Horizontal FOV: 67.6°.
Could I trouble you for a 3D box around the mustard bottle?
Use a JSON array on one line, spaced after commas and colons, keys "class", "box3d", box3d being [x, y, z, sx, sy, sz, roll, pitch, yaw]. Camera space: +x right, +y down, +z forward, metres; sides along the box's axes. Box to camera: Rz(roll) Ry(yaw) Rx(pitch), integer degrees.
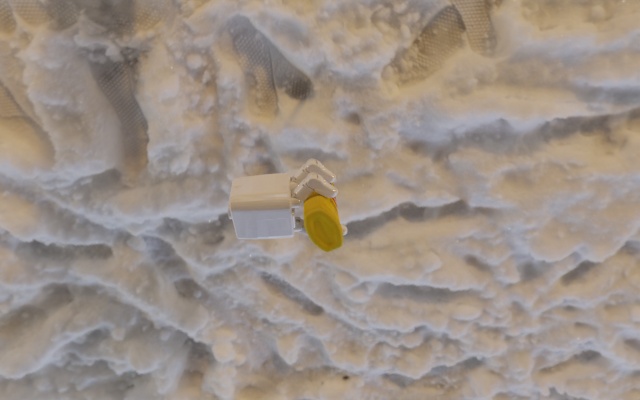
[{"class": "mustard bottle", "box3d": [0.000, 0.003, 0.884, 0.058, 0.096, 0.191, -25, 31, 11]}]
